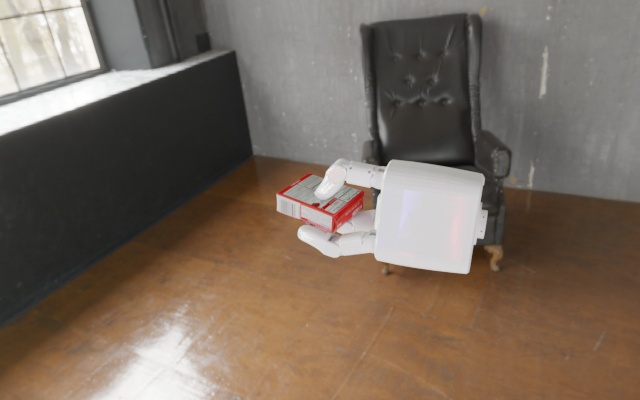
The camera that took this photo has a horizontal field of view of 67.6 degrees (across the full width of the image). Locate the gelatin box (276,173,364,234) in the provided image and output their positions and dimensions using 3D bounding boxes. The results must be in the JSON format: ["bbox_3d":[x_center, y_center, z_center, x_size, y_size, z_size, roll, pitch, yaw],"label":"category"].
[{"bbox_3d":[0.000,0.001,0.609,0.089,0.030,0.073,21,35,26],"label":"gelatin box"}]
